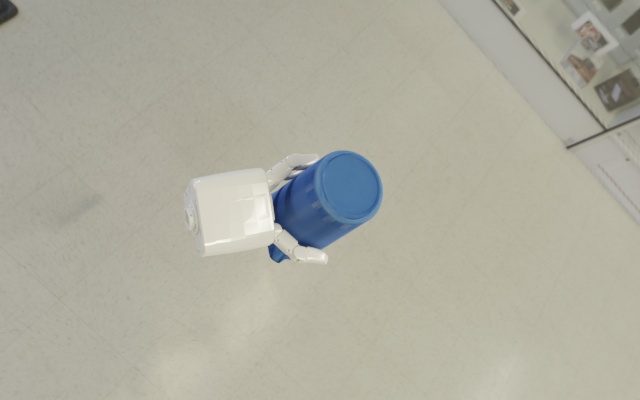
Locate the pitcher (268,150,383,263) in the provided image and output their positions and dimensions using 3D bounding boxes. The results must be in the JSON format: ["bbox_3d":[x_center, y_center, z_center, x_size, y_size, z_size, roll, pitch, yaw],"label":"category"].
[{"bbox_3d":[0.000,0.003,0.758,0.145,0.149,0.243,-8,-12,-26],"label":"pitcher"}]
